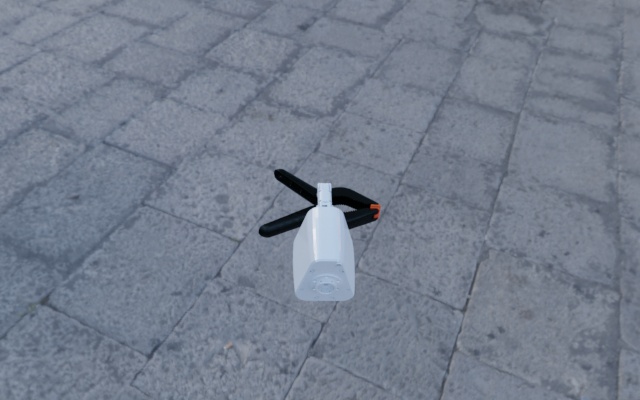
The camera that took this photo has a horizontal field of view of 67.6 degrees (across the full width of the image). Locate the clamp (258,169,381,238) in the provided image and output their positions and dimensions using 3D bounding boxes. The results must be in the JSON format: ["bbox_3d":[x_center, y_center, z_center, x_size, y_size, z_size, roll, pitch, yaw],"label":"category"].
[{"bbox_3d":[0.001,0.002,0.852,0.210,0.036,0.164,1,45,-3],"label":"clamp"}]
